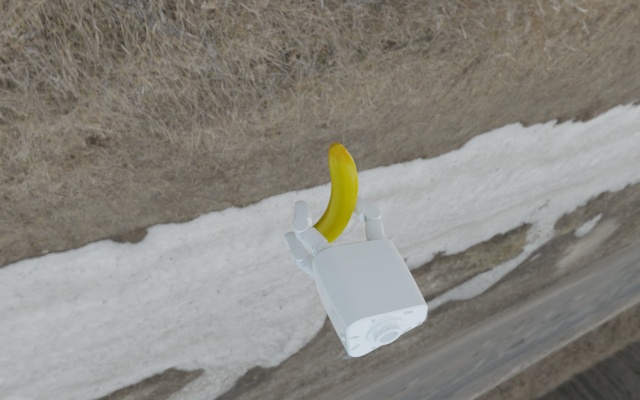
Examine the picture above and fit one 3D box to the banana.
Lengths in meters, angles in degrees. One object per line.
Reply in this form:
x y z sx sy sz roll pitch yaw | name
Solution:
0.016 0.006 0.661 0.069 0.198 0.037 4 42 -24 | banana
